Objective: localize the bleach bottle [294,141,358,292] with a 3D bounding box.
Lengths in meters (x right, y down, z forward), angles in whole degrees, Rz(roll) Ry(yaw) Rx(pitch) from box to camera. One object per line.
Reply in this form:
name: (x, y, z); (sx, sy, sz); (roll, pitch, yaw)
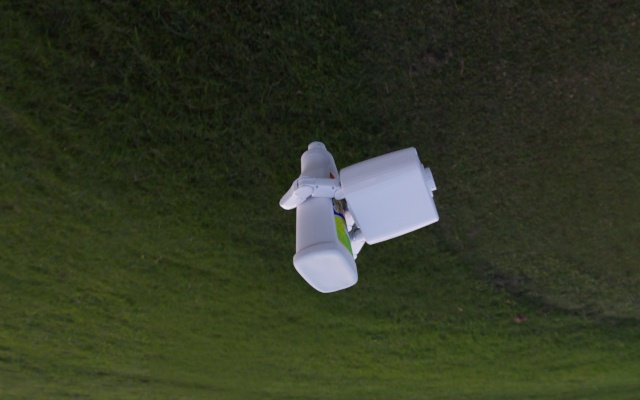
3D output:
bleach bottle: (0.000, 0.002, 0.701); (0.068, 0.250, 0.103); (-19, -42, 14)
